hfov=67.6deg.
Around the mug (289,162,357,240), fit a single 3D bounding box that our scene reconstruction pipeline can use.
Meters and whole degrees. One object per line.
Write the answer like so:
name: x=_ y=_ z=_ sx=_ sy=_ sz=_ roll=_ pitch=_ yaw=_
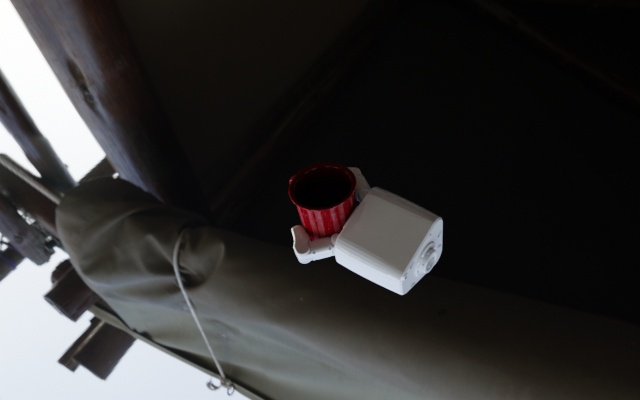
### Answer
mug: x=-0.001 y=0.002 z=0.681 sx=0.117 sy=0.082 sz=0.093 roll=27 pitch=58 yaw=33
